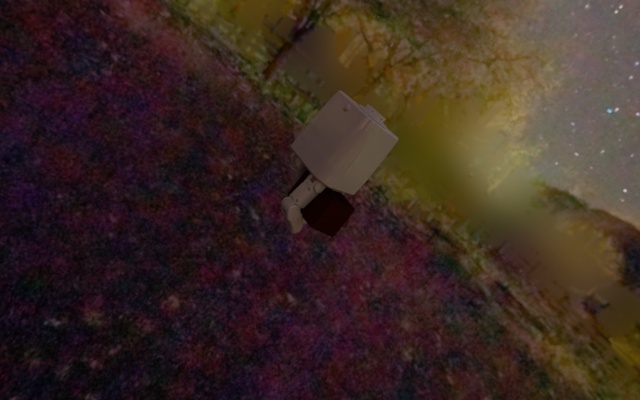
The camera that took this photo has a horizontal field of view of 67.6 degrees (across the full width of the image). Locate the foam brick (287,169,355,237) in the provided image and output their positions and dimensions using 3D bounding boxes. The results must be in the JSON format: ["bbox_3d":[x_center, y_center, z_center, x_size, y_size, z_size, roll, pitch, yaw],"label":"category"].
[{"bbox_3d":[0.000,0.002,0.671,0.053,0.051,0.078,26,20,-47],"label":"foam brick"}]
